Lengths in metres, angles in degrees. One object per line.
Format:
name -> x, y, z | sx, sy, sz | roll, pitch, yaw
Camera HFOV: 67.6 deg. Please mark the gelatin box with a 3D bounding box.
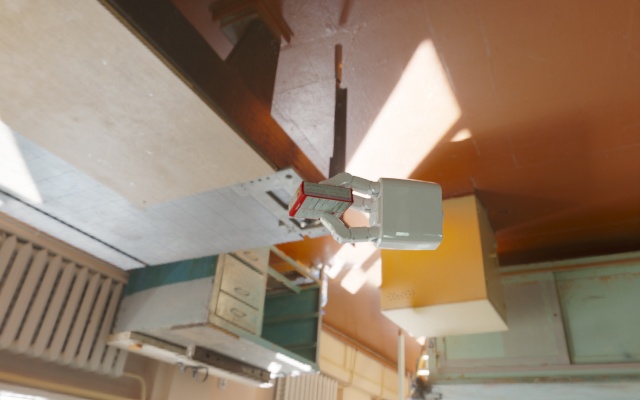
gelatin box -> 0.000, 0.003, 0.781 | 0.089, 0.030, 0.073 | 7, -31, -20
